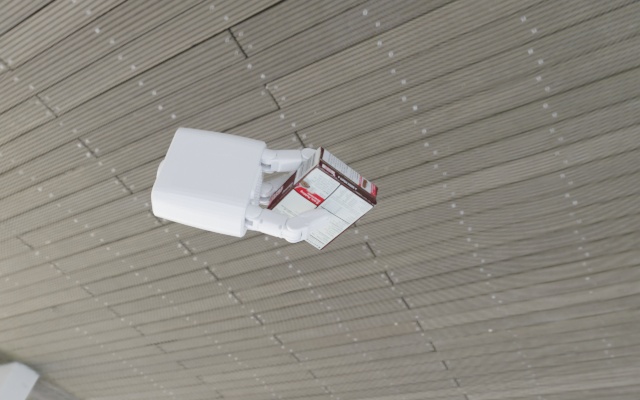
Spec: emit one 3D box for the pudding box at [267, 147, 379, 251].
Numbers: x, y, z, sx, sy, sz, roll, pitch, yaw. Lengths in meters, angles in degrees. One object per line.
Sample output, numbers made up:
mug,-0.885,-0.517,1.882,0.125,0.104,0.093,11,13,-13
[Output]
pudding box,0.000,0.002,0.578,0.090,0.039,0.113,33,-50,-19
